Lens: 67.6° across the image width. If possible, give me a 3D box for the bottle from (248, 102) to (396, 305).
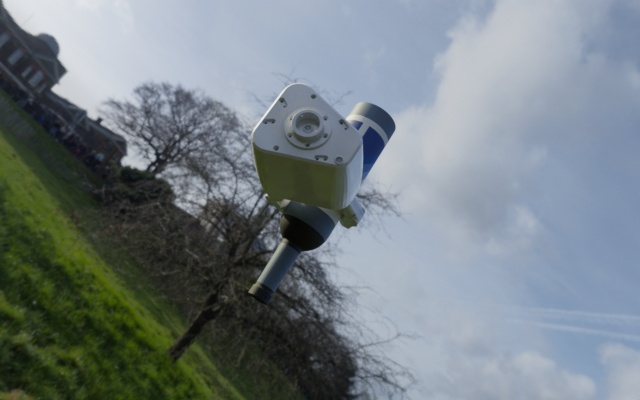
[{"bbox_3d":[0.000,0.002,0.621,0.069,0.295,0.069,29,-19,11],"label":"bottle"}]
